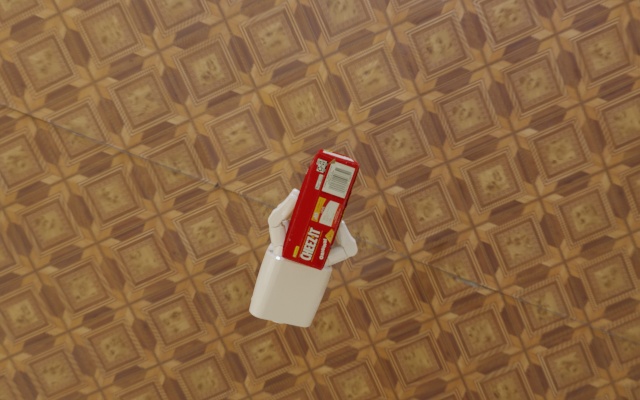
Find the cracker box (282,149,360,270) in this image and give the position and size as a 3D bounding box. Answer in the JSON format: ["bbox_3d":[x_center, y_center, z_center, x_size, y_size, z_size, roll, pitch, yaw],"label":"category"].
[{"bbox_3d":[0.000,0.003,0.774,0.072,0.164,0.213,19,7,-2],"label":"cracker box"}]
